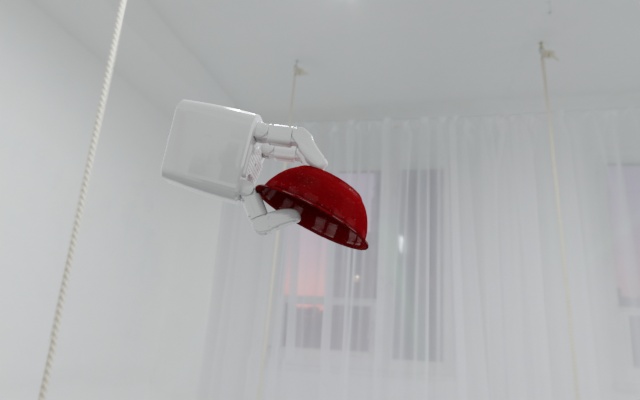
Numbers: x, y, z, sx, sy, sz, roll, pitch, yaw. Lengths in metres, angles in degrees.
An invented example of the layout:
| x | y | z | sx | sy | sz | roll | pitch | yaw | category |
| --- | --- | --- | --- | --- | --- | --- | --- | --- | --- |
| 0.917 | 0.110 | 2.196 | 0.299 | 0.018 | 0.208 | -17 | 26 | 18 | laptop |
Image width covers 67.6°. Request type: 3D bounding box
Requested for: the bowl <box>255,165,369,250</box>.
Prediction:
| x | y | z | sx | sy | sz | roll | pitch | yaw | category |
| --- | --- | --- | --- | --- | --- | --- | --- | --- | --- |
| 0.001 | 0.002 | 0.610 | 0.162 | 0.055 | 0.162 | 27 | -13 | 7 | bowl |
